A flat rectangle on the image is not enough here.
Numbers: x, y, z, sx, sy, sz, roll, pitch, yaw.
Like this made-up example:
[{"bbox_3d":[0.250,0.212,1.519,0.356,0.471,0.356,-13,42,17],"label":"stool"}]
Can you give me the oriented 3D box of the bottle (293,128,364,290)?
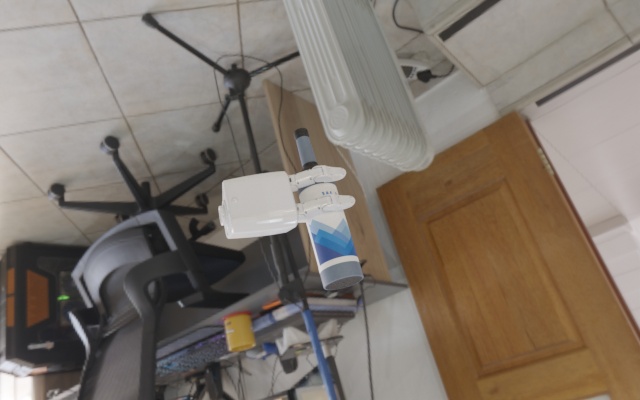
[{"bbox_3d":[0.000,0.003,0.822,0.069,0.295,0.069,-13,-24,-6],"label":"bottle"}]
